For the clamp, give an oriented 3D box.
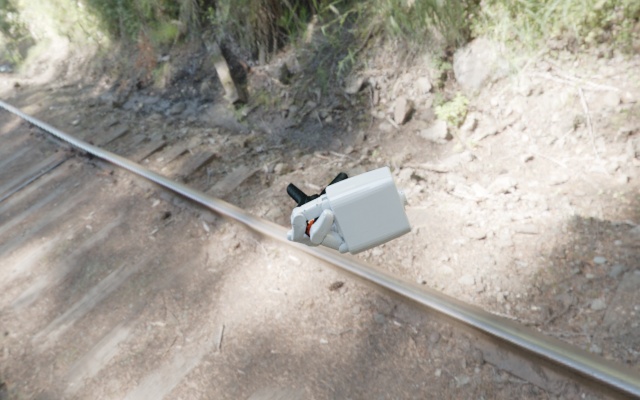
[{"bbox_3d":[0.000,0.002,0.852,0.120,0.039,0.171,-21,34,6],"label":"clamp"}]
